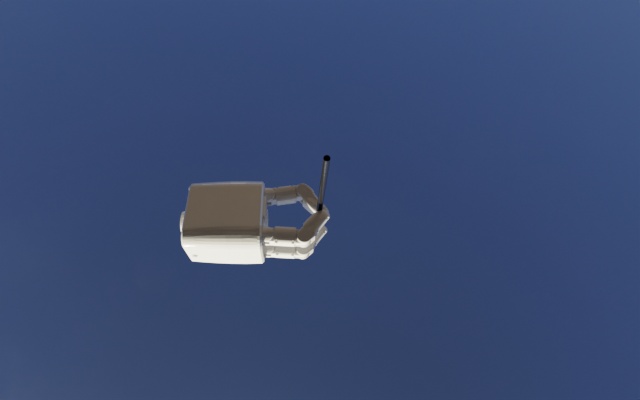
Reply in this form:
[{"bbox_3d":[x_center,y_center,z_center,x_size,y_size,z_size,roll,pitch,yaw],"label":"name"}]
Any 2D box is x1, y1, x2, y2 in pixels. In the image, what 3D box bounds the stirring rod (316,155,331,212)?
[{"bbox_3d":[0.000,0.002,0.637,0.011,0.011,0.240,0,-24,-4],"label":"stirring rod"}]
